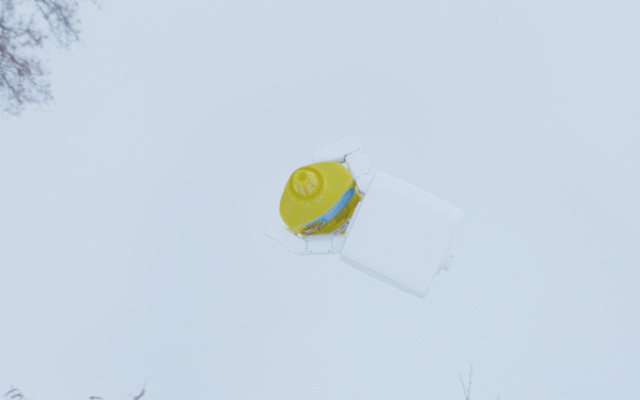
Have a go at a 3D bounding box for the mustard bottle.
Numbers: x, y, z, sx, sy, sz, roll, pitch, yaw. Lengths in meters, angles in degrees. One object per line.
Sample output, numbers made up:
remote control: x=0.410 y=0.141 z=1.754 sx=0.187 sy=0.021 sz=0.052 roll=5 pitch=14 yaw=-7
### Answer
mustard bottle: x=0.000 y=0.002 z=0.567 sx=0.096 sy=0.058 sz=0.192 roll=-38 pitch=-18 yaw=0
